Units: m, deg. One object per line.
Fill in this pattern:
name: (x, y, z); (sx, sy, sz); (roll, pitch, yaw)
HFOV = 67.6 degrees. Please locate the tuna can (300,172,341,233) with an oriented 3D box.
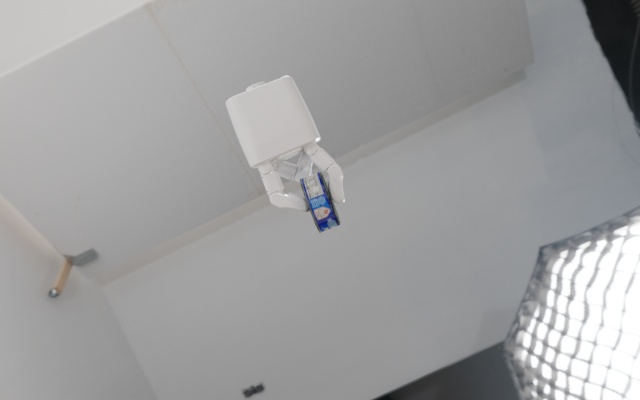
tuna can: (0.001, 0.002, 0.704); (0.034, 0.086, 0.086); (-20, -1, 3)
